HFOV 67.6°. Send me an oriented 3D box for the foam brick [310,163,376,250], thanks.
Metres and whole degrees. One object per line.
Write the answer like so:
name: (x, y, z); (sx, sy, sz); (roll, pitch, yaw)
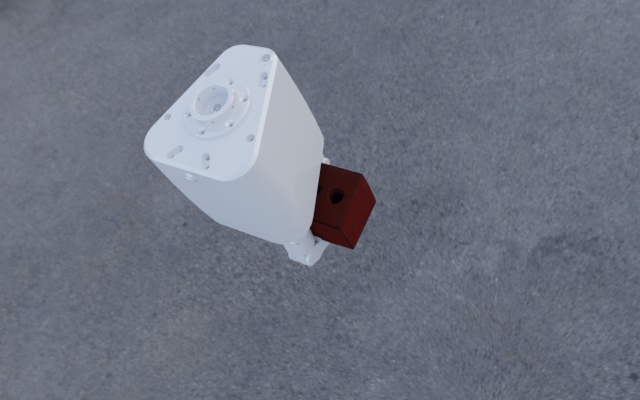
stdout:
foam brick: (0.000, 0.001, 0.420); (0.078, 0.053, 0.051); (16, -20, 24)
